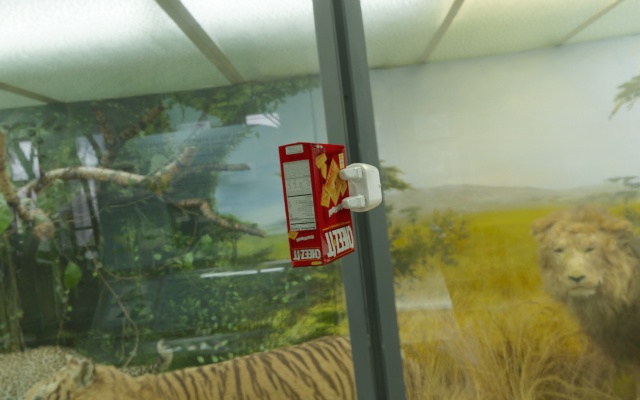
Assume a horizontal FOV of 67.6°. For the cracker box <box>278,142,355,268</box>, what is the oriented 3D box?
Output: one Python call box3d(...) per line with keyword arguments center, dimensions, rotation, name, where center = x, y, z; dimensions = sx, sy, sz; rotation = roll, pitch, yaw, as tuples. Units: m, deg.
box3d(center=(0.000, 0.003, 0.879), dimensions=(0.072, 0.213, 0.164), rotation=(-6, 1, 24), name="cracker box")
